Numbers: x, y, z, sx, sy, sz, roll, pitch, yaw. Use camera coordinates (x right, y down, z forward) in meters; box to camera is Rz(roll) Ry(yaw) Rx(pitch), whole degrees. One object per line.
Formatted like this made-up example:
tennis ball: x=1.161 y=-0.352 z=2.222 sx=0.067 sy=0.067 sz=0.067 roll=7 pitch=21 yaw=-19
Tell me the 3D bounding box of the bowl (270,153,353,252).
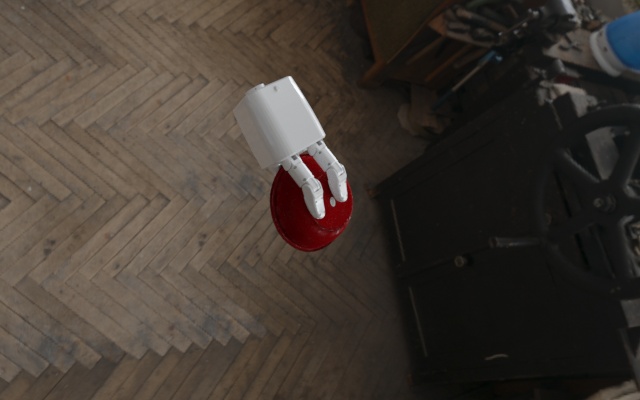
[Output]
bowl: x=0.001 y=0.003 z=0.761 sx=0.162 sy=0.162 sz=0.055 roll=0 pitch=-2 yaw=-41
